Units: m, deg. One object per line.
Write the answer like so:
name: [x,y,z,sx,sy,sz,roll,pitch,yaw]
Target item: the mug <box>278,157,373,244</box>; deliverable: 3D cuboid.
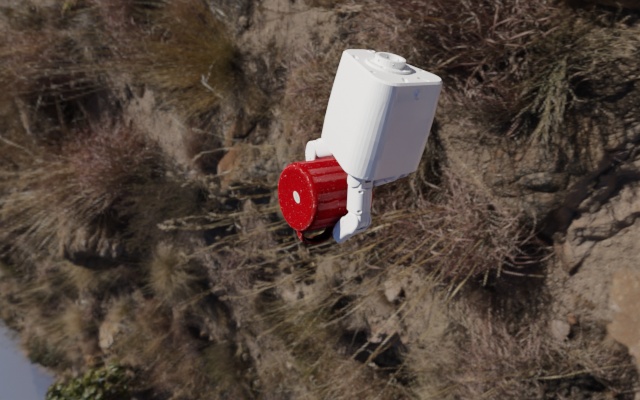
mug: [0.000,0.003,0.579,0.081,0.117,0.093,-10,36,-34]
